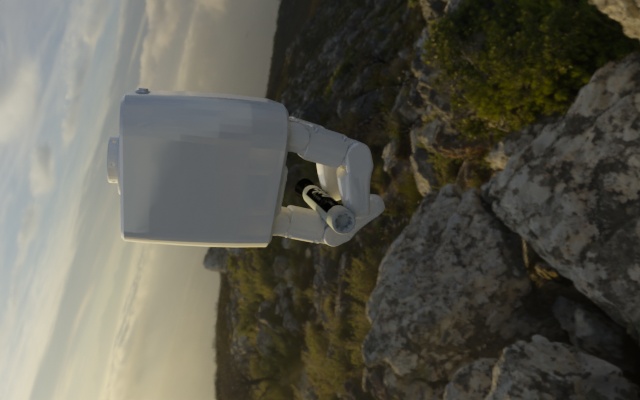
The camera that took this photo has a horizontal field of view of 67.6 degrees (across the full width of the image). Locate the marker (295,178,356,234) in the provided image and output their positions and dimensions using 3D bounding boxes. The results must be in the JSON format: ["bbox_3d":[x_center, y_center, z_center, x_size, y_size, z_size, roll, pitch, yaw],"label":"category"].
[{"bbox_3d":[0.000,0.001,0.405,0.020,0.020,0.121,0,14,-17],"label":"marker"}]
